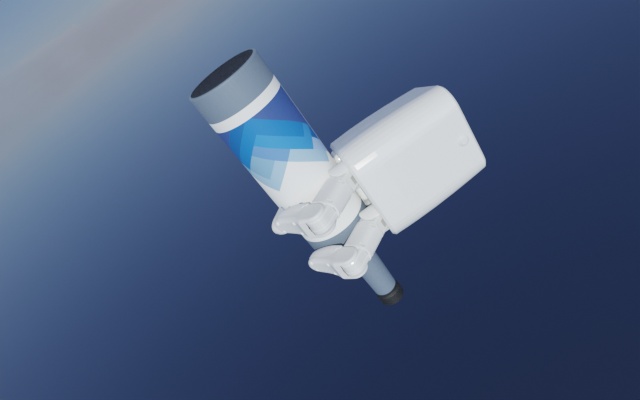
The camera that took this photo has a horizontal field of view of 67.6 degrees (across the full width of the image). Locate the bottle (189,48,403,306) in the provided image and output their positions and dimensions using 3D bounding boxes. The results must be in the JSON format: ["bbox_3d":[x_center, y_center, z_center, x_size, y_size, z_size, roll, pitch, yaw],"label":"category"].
[{"bbox_3d":[0.000,0.001,0.450,0.069,0.069,0.296,0,-44,48],"label":"bottle"}]
